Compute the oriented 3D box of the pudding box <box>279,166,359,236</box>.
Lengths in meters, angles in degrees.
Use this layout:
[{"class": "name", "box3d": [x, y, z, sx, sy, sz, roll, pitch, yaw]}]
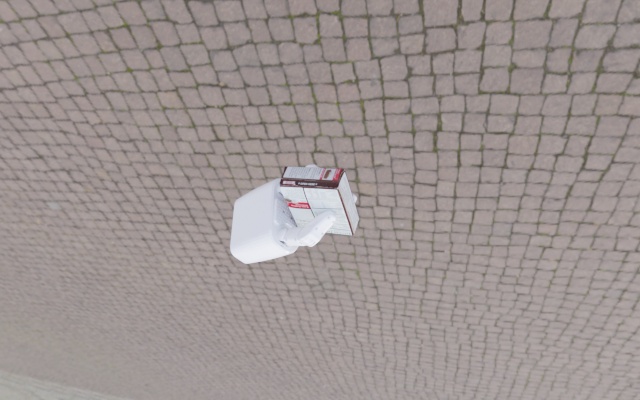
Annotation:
[{"class": "pudding box", "box3d": [0.000, 0.002, 0.679, 0.090, 0.039, 0.114, 3, -36, 20]}]
